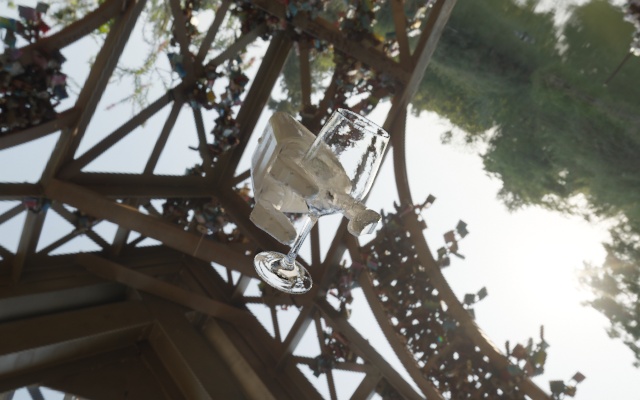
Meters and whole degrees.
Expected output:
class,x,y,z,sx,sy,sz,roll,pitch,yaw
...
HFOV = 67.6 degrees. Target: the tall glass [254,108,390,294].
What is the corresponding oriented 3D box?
class,x,y,z,sx,sy,sz,roll,pitch,yaw
tall glass,0.000,0.002,0.524,0.079,0.201,0.079,24,21,-10
